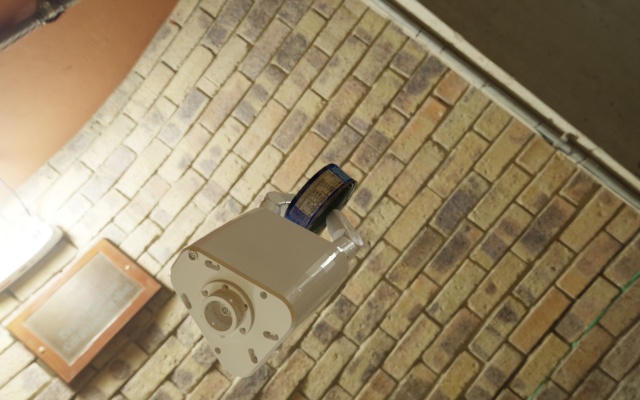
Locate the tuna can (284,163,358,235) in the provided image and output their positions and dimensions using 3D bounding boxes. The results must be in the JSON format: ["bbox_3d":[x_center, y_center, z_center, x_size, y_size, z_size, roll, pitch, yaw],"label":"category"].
[{"bbox_3d":[0.000,0.001,0.518,0.033,0.086,0.086,41,10,12],"label":"tuna can"}]
